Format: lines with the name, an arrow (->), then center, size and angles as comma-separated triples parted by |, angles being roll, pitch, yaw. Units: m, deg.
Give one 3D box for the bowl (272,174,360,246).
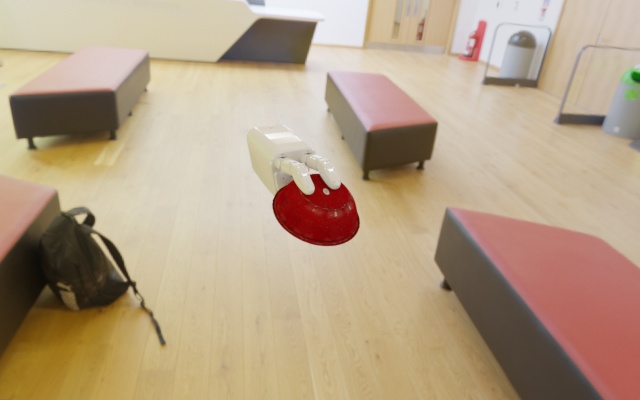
bowl -> 0.001, 0.003, 0.832 | 0.162, 0.055, 0.162 | 12, 41, -11
